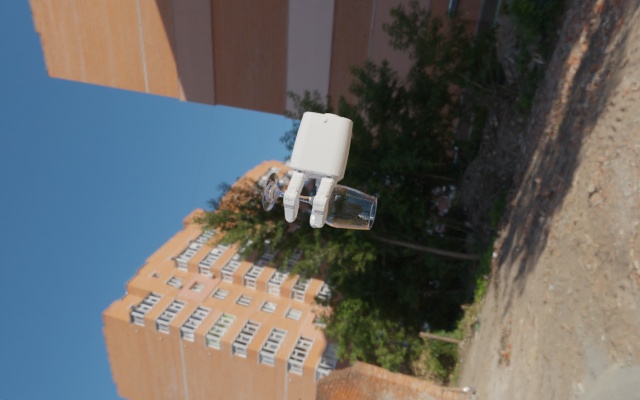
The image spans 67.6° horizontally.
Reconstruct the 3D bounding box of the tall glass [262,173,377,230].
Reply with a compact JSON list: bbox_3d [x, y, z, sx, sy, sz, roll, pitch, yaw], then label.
[{"bbox_3d":[-0.001,0.003,0.879,0.201,0.079,0.079,12,3,14],"label":"tall glass"}]
